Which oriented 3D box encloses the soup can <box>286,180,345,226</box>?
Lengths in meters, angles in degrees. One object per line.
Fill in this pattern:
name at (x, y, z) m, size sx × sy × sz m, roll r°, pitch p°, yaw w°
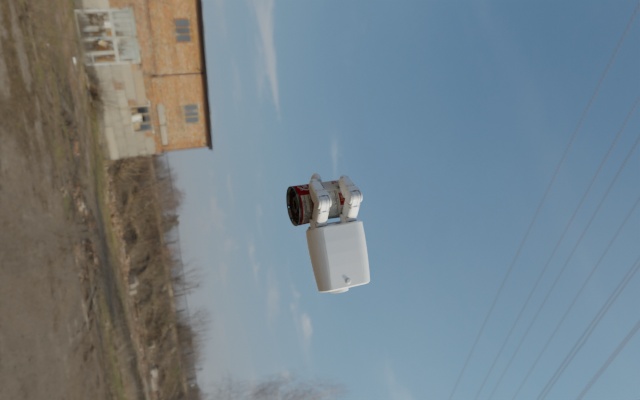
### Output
soup can at (0.000, 0.002, 0.816) m, size 0.102 × 0.068 × 0.068 m, roll -9°, pitch 3°, yaw -20°
